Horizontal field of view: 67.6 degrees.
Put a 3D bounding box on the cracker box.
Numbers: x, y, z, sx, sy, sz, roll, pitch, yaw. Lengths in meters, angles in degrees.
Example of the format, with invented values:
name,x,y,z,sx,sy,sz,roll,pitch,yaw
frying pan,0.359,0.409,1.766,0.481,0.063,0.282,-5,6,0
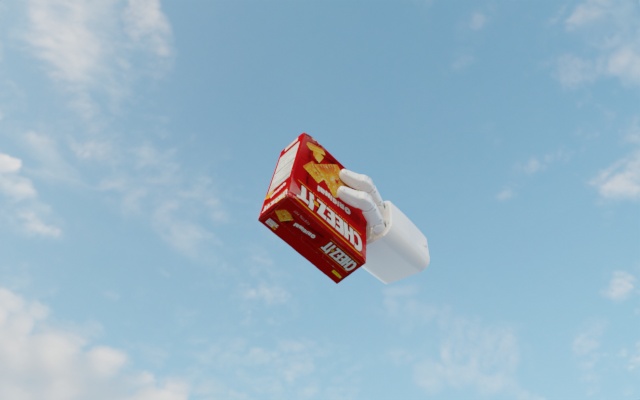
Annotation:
name,x,y,z,sx,sy,sz,roll,pitch,yaw
cracker box,0.000,0.003,0.773,0.072,0.164,0.213,-40,21,26
